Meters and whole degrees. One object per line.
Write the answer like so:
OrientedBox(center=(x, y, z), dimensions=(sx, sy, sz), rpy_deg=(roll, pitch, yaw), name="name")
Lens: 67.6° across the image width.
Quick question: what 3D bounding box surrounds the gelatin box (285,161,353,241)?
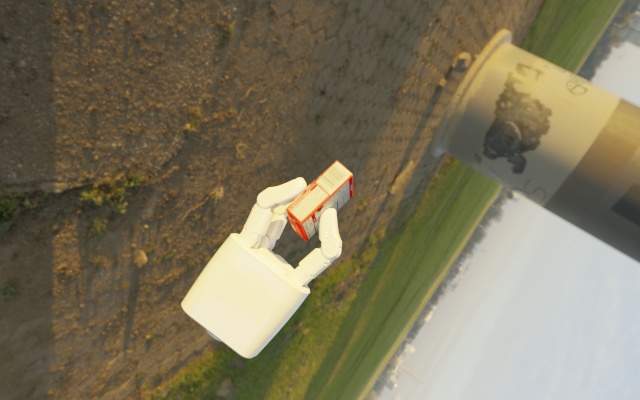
OrientedBox(center=(0.001, 0.002, 0.587), dimensions=(0.030, 0.089, 0.073), rpy_deg=(43, -11, 17), name="gelatin box")
